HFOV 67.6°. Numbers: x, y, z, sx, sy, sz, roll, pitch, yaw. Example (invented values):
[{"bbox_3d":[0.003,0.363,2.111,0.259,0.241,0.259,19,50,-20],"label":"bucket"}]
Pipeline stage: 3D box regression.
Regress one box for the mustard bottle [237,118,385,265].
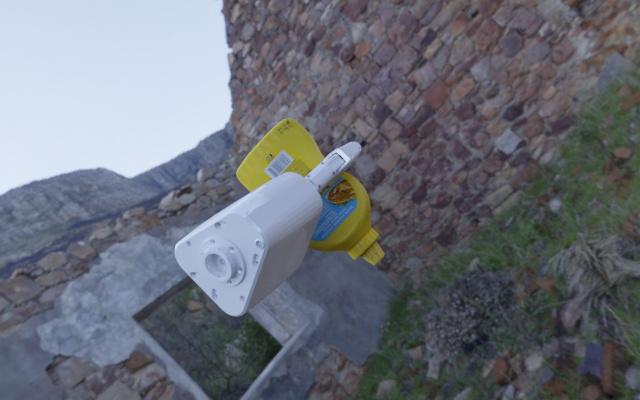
[{"bbox_3d":[0.000,0.002,0.555,0.191,0.096,0.058,44,7,5],"label":"mustard bottle"}]
